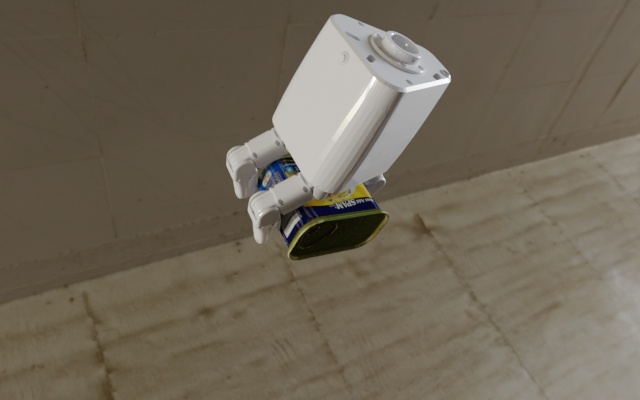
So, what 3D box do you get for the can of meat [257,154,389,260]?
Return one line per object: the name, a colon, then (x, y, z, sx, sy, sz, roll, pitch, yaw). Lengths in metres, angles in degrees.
can of meat: (0.000, 0.001, 0.453, 0.102, 0.084, 0.057, -7, -36, -36)
